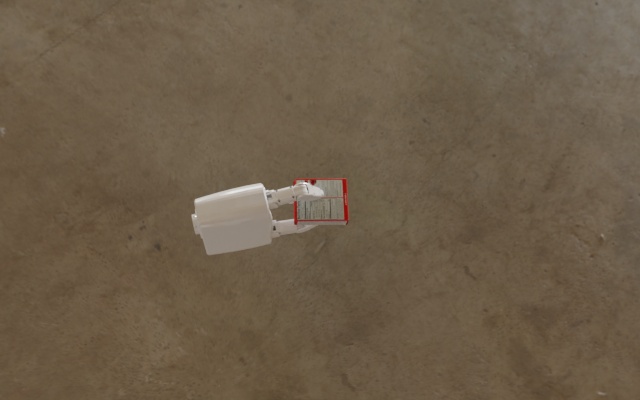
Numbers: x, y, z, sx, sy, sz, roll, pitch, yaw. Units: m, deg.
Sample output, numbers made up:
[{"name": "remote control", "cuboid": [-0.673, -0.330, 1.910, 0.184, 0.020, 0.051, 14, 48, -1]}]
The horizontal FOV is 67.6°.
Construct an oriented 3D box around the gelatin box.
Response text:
[{"name": "gelatin box", "cuboid": [0.000, 0.002, 0.783, 0.089, 0.073, 0.030, -1, -19, -4]}]
